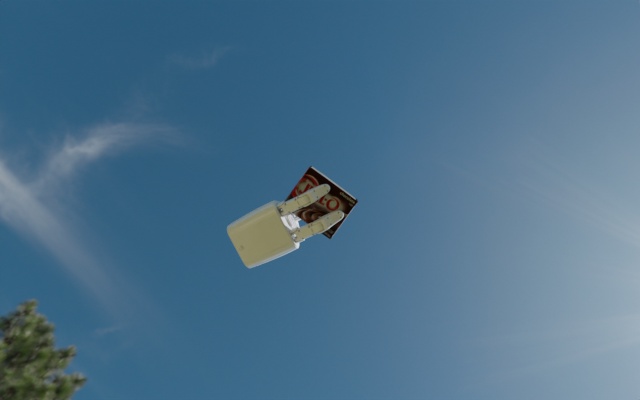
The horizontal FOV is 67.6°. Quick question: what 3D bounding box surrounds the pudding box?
[{"bbox_3d":[0.000,0.003,0.894,0.113,0.090,0.039,35,10,-3],"label":"pudding box"}]
